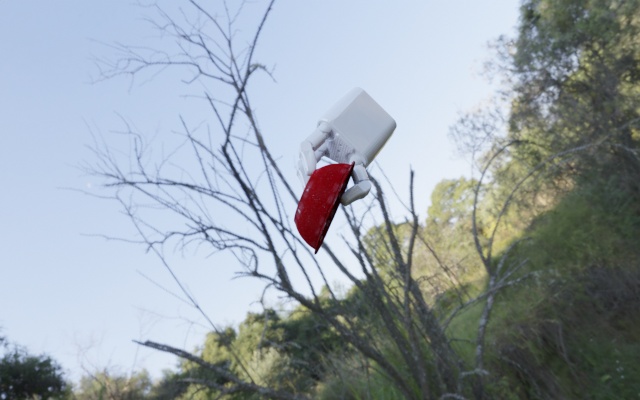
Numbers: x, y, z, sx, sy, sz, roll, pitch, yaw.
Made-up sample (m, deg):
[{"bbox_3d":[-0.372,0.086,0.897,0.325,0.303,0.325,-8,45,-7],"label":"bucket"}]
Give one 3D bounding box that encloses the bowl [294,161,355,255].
[{"bbox_3d":[-0.001,0.003,0.761,0.055,0.162,0.162,23,2,4],"label":"bowl"}]
